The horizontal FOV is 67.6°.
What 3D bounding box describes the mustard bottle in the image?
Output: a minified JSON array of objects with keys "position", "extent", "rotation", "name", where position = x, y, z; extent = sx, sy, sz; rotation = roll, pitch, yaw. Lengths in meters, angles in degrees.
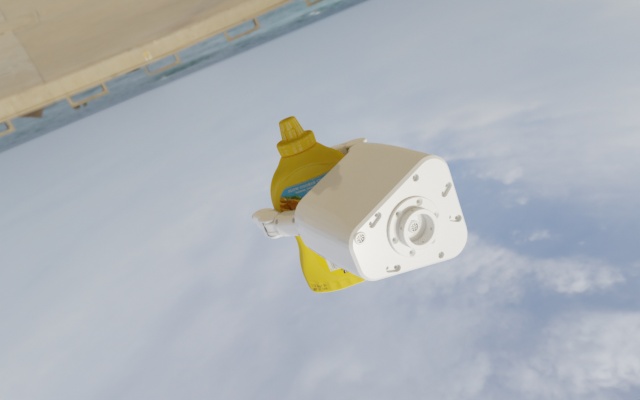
[{"position":[0.000,0.002,0.512],"extent":[0.096,0.192,0.058],"rotation":[-20,20,6],"name":"mustard bottle"}]
